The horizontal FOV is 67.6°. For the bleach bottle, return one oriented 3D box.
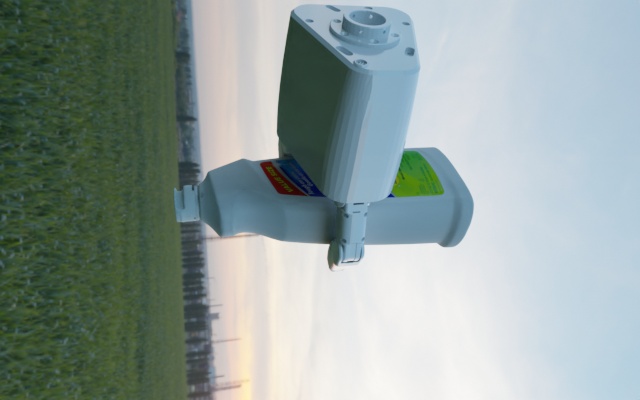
[{"bbox_3d":[0.000,0.001,0.429,0.251,0.068,0.102,-4,43,-14],"label":"bleach bottle"}]
